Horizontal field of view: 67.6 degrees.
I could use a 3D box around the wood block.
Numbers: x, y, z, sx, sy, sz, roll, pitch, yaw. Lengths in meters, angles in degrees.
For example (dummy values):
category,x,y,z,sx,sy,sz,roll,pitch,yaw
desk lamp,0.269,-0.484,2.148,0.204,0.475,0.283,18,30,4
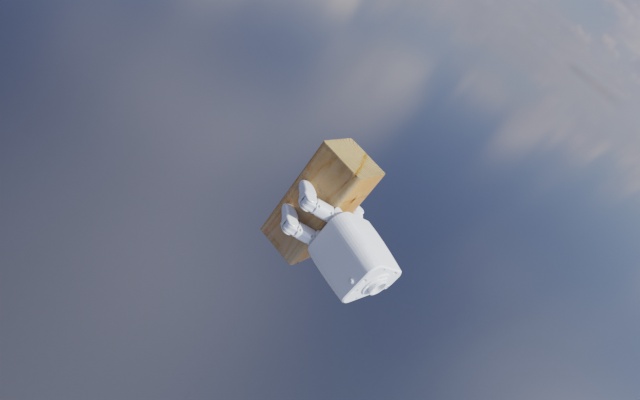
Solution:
category,x,y,z,sx,sy,sz,roll,pitch,yaw
wood block,0.001,0.003,0.807,0.091,0.090,0.206,-15,-32,-56
